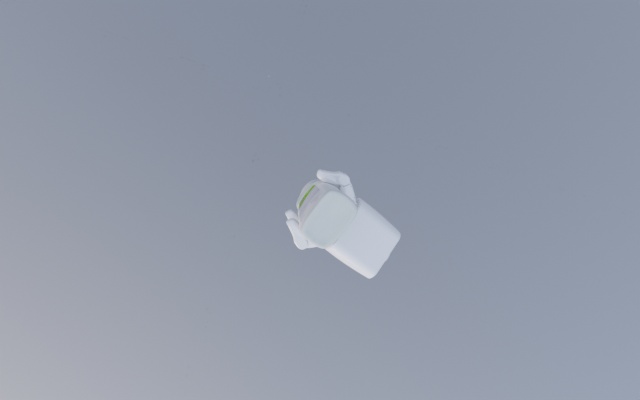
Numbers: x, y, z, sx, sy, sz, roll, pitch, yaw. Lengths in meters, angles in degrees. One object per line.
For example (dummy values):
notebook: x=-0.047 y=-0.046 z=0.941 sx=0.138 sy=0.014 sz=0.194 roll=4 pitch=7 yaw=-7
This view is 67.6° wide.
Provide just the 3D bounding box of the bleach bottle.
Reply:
bleach bottle: x=0.000 y=0.003 z=0.894 sx=0.068 sy=0.102 sz=0.250 roll=37 pitch=8 yaw=-13
